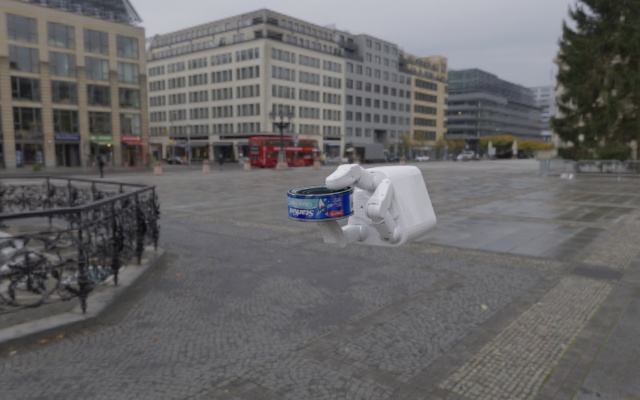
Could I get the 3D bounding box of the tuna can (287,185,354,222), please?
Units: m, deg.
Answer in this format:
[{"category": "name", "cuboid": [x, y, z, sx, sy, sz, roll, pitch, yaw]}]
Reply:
[{"category": "tuna can", "cuboid": [0.000, 0.001, 0.614, 0.086, 0.034, 0.086, -3, 10, 1]}]
